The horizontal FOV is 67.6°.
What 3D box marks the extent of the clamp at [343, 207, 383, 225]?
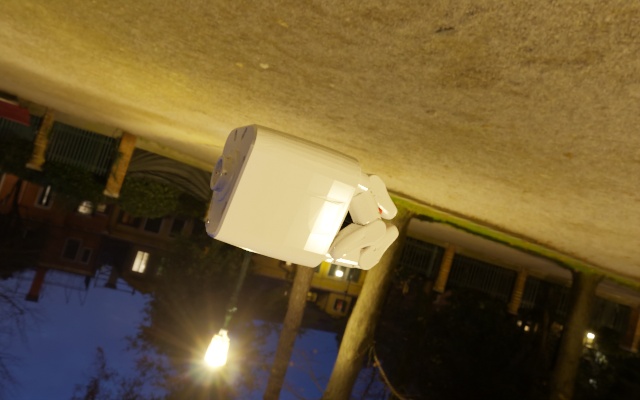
[{"bbox_3d":[0.000,0.002,0.547,0.120,0.039,0.171,18,-4,-26],"label":"clamp"}]
